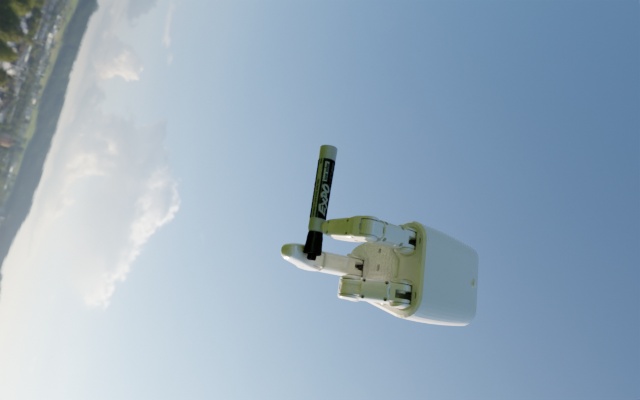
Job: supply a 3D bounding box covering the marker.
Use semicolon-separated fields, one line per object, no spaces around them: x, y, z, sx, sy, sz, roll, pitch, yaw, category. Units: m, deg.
0.000;0.002;0.492;0.020;0.121;0.020;8;-15;2;marker
